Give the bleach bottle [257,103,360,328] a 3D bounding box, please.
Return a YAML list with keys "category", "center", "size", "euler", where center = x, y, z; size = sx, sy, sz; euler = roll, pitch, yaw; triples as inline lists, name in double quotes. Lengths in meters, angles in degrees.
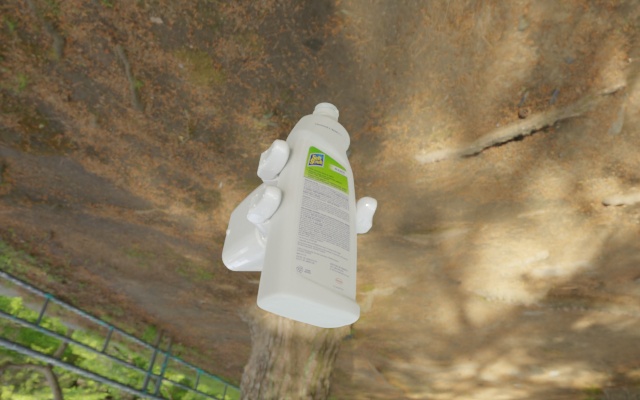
- category: "bleach bottle"
  center: [0.000, 0.002, 0.524]
  size: [0.102, 0.250, 0.068]
  euler: [24, -33, -27]
